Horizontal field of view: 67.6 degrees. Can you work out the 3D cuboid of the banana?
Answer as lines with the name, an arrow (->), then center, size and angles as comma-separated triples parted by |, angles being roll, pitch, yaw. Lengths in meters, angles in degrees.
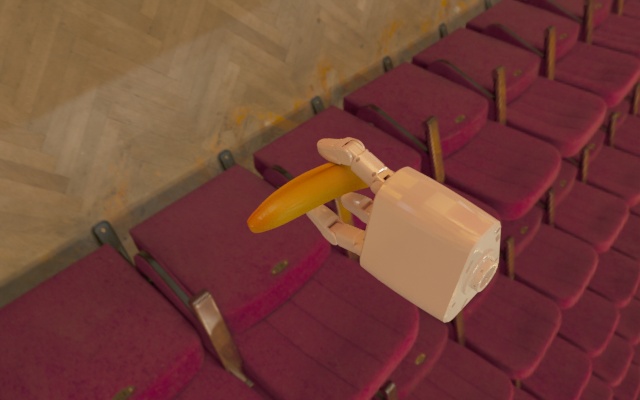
banana -> 0.009, -0.012, 0.516 | 0.198, 0.070, 0.037 | -18, 56, -45
